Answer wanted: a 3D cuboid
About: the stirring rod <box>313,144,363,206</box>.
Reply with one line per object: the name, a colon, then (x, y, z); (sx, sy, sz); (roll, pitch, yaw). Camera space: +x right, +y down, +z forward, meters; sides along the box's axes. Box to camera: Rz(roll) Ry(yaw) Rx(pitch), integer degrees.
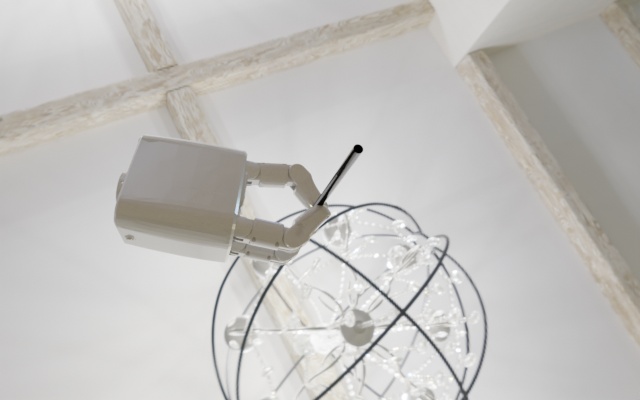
stirring rod: (0.000, 0.001, 0.472); (0.011, 0.011, 0.240); (0, -20, -15)
